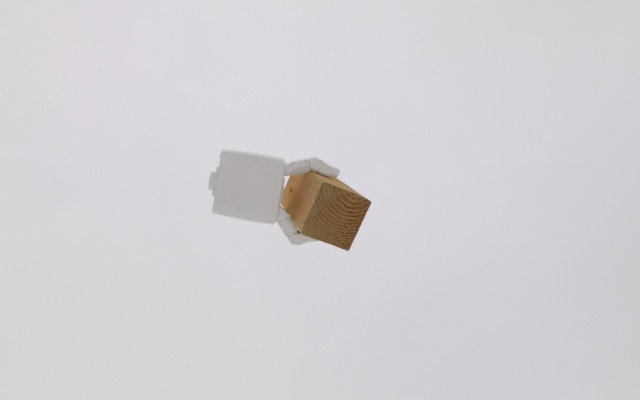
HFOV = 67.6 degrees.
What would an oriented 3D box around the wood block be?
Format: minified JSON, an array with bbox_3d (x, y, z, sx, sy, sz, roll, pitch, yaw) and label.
[{"bbox_3d":[0.000,0.002,0.834,0.090,0.091,0.206,21,8,-19],"label":"wood block"}]
